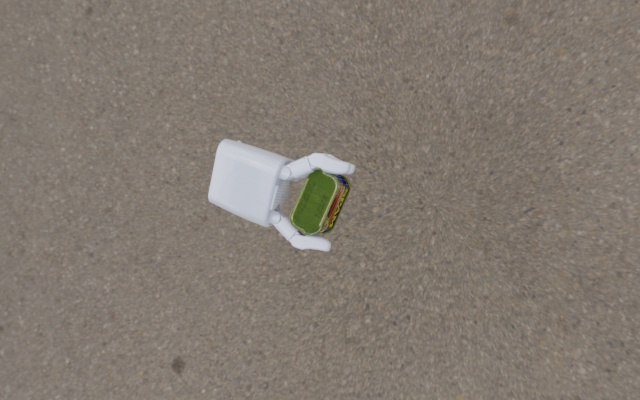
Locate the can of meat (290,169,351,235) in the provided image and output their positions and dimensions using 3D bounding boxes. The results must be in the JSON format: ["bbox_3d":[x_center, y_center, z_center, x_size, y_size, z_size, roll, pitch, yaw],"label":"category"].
[{"bbox_3d":[0.000,0.003,0.736,0.057,0.102,0.084,25,5,13],"label":"can of meat"}]
